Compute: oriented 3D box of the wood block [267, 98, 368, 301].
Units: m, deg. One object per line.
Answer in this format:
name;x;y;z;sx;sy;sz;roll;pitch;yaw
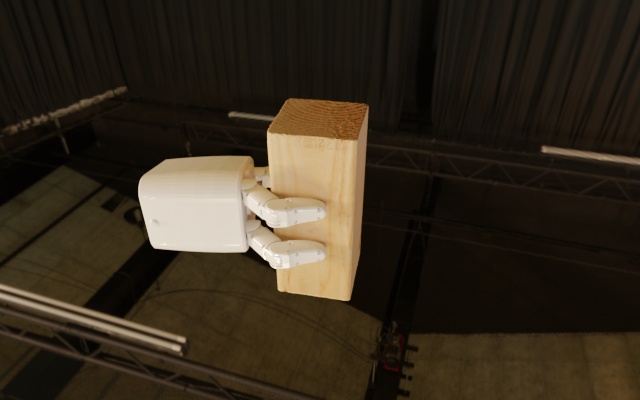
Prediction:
wood block;0.000;0.002;0.535;0.090;0.206;0.090;6;35;9
